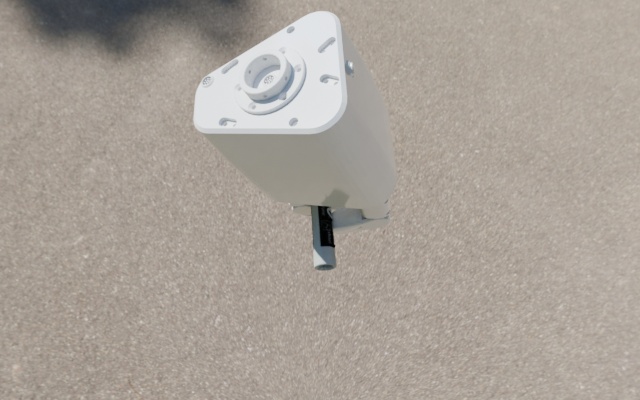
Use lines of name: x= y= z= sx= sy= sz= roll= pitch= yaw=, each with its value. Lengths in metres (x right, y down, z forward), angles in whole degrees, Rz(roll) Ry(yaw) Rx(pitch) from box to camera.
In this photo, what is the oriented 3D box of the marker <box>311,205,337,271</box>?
marker: x=0.000 y=0.001 z=0.420 sx=0.020 sy=0.121 sz=0.020 roll=-3 pitch=-26 yaw=-2
